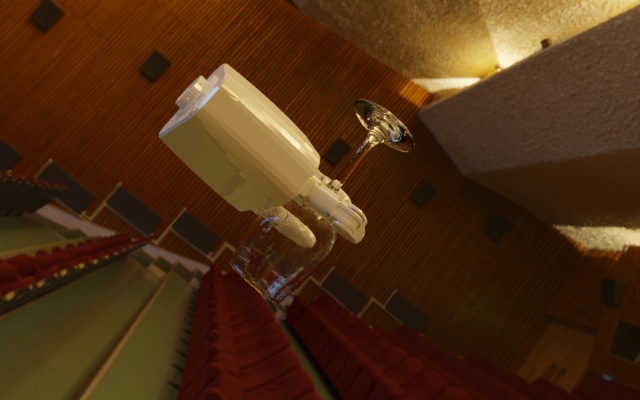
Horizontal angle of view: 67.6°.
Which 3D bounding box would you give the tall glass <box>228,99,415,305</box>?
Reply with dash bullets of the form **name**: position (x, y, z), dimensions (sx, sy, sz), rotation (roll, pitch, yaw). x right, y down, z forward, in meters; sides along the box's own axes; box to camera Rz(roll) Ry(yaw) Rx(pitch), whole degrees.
- **tall glass**: position (0.001, 0.001, 0.458), dimensions (0.079, 0.201, 0.079), rotation (38, -8, 7)
